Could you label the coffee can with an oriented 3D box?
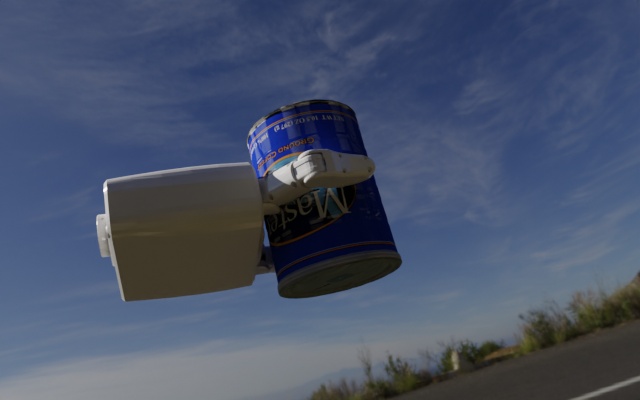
[{"bbox_3d":[0.000,0.001,0.409,0.103,0.140,0.103,-13,-21,-5],"label":"coffee can"}]
